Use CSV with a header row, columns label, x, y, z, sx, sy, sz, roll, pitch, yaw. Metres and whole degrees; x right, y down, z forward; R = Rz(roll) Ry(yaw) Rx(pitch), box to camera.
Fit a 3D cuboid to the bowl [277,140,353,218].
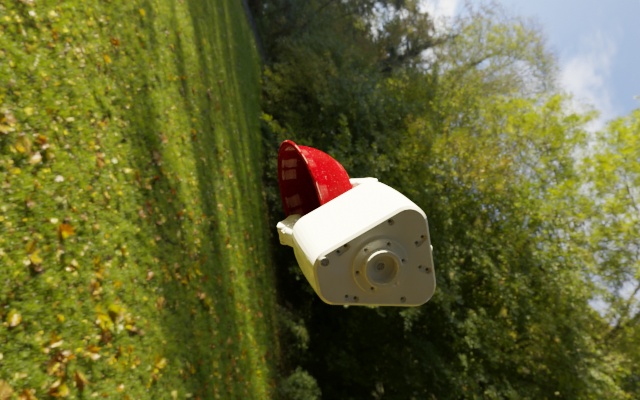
label,x,y,z,sx,sy,sz,roll,pitch,yaw
bowl,0.000,0.001,0.578,0.055,0.162,0.162,-16,5,-19
